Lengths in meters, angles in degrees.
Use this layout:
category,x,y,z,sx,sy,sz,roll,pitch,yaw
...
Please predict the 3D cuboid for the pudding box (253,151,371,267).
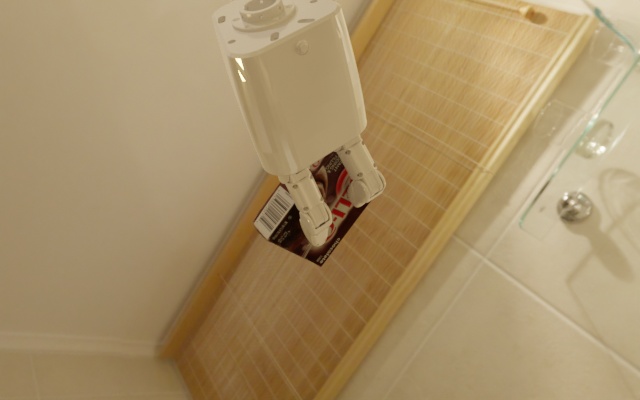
category,x,y,z,sx,sy,sz,roll,pitch,yaw
pudding box,0.000,0.001,0.472,0.090,0.113,0.039,34,6,-47
